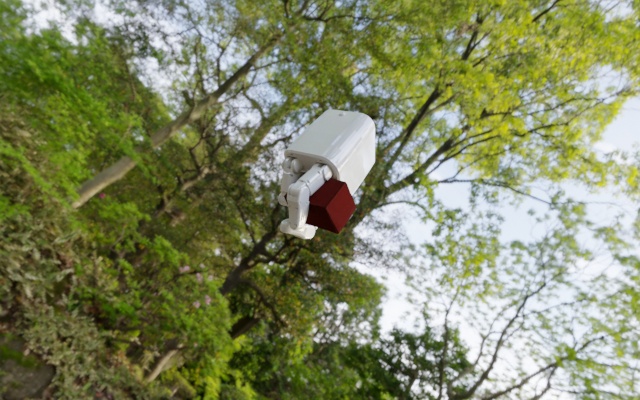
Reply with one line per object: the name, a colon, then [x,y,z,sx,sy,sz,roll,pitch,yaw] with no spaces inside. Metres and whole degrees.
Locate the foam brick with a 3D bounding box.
foam brick: [0.000,0.002,0.651,0.078,0.053,0.051,16,54,38]
